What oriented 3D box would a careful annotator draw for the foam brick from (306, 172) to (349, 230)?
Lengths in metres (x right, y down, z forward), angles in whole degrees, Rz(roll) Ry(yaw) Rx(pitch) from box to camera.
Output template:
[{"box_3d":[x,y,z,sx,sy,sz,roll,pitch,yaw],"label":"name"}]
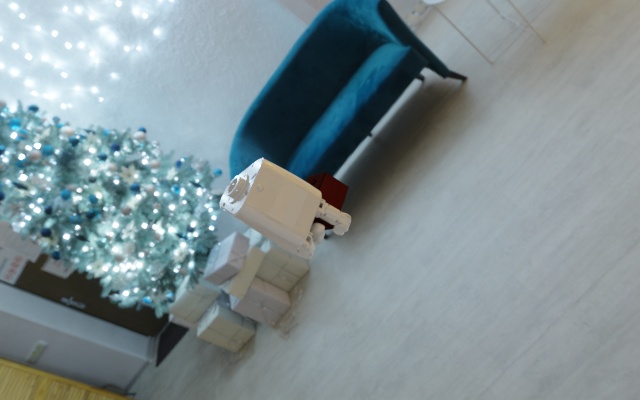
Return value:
[{"box_3d":[0.000,0.002,0.753,0.051,0.078,0.053,32,-23,-25],"label":"foam brick"}]
